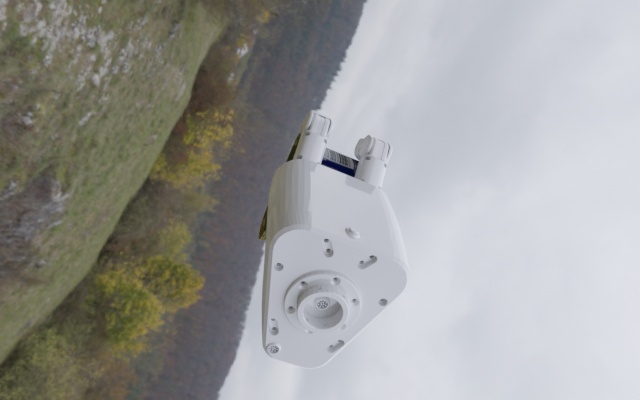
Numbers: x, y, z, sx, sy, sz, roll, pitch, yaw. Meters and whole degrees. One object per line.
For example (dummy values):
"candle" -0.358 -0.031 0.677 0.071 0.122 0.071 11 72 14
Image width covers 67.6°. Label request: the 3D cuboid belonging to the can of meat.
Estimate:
"can of meat" 0.000 0.002 0.445 0.084 0.102 0.057 21 20 -11
